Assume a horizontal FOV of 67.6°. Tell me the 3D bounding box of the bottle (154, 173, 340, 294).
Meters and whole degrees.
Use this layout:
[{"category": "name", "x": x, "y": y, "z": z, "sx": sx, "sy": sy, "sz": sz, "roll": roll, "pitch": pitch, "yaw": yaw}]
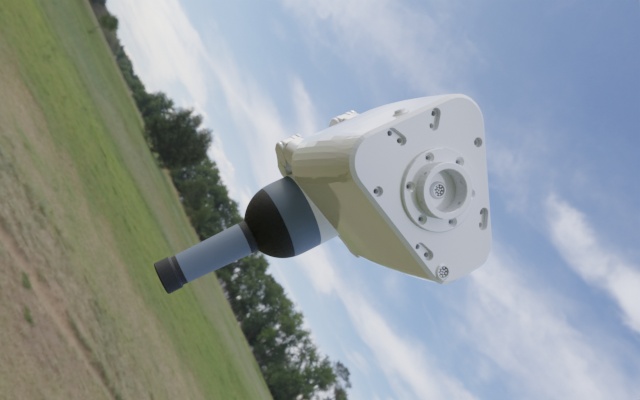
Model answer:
[{"category": "bottle", "x": 0.000, "y": 0.001, "z": 0.421, "sx": 0.295, "sy": 0.069, "sz": 0.069, "roll": -26, "pitch": 7, "yaw": -16}]
